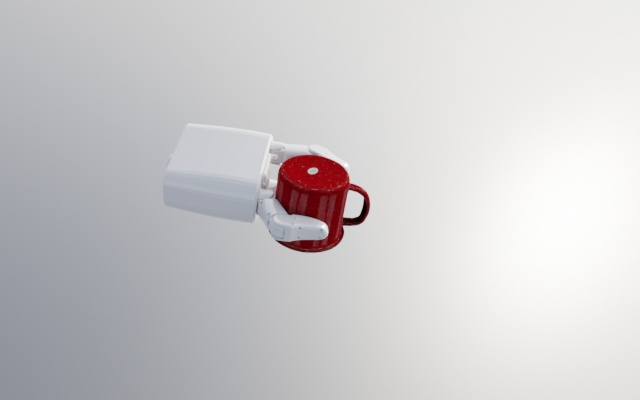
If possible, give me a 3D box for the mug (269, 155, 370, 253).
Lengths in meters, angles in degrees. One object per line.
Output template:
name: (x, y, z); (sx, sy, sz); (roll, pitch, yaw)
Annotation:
mug: (0.002, 0.002, 0.554); (0.117, 0.082, 0.093); (8, 34, -3)
